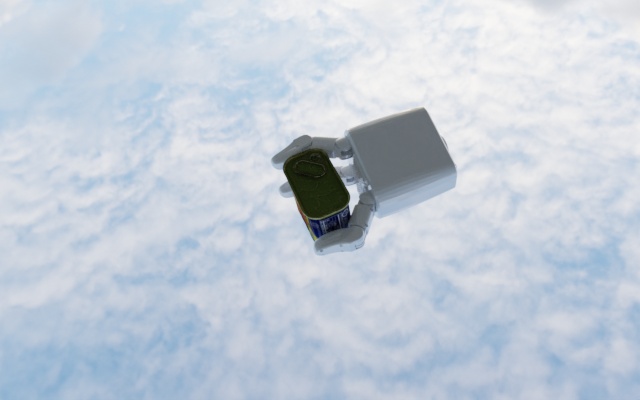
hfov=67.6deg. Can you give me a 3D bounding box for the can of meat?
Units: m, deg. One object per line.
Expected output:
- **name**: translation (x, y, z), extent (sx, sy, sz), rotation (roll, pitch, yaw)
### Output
- **can of meat**: translation (0.000, 0.002, 0.584), extent (0.057, 0.102, 0.084), rotation (-23, -37, -6)
